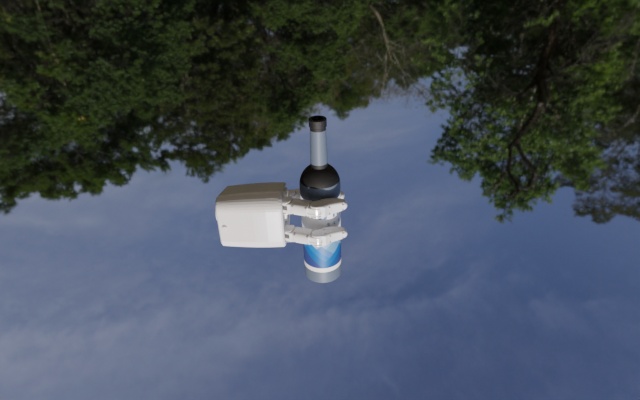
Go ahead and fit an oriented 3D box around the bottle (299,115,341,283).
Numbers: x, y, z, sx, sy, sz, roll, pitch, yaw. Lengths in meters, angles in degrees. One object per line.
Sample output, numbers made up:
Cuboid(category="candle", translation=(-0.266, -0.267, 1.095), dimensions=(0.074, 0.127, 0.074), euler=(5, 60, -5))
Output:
Cuboid(category="bottle", translation=(0.000, 0.003, 0.794), dimensions=(0.069, 0.296, 0.069), euler=(-2, 31, 1))
